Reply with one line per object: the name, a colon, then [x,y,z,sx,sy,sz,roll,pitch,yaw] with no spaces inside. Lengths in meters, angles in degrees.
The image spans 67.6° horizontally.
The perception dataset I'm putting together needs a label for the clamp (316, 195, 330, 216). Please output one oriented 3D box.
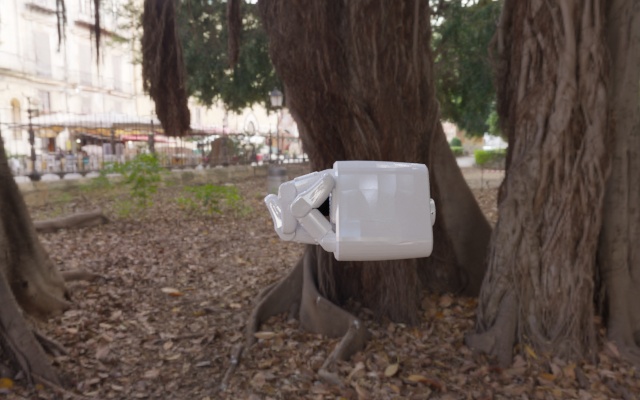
clamp: [0.000,0.002,0.645,0.120,0.039,0.171,0,7,-1]
